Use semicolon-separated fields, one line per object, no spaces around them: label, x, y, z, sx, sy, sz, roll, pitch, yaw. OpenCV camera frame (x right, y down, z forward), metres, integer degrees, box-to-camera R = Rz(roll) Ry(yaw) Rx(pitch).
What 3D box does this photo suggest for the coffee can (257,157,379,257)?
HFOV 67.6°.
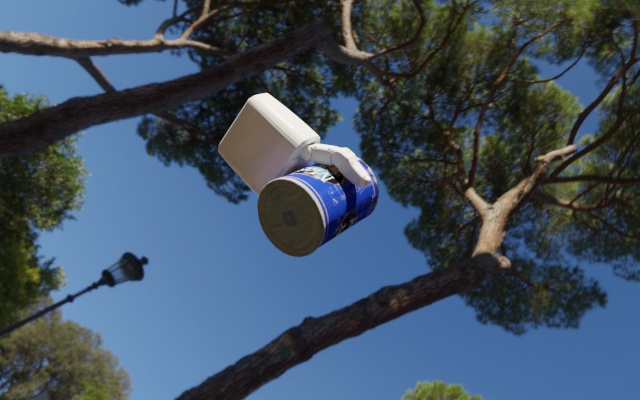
coffee can;0.000;0.002;0.641;0.103;0.103;0.140;0;17;37
